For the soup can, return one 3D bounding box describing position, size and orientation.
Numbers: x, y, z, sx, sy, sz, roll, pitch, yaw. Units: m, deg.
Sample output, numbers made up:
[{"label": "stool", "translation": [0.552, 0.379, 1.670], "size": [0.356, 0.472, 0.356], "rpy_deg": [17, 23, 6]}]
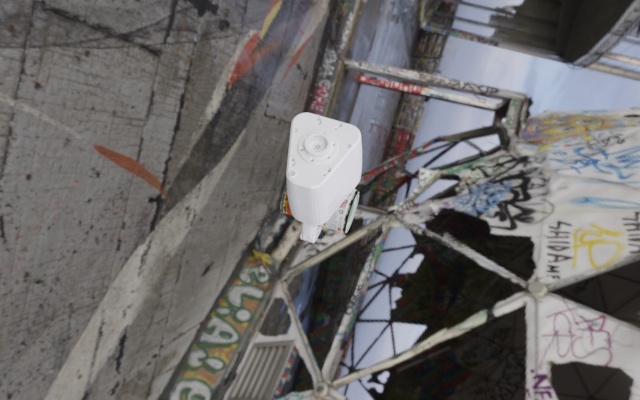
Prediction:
[{"label": "soup can", "translation": [0.000, 0.003, 0.713], "size": [0.102, 0.068, 0.068], "rpy_deg": [18, 3, 10]}]
